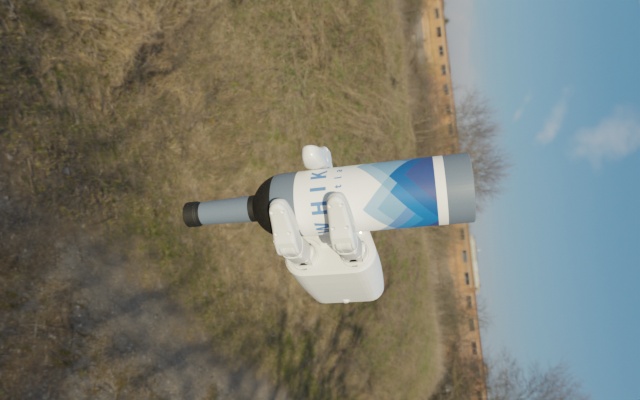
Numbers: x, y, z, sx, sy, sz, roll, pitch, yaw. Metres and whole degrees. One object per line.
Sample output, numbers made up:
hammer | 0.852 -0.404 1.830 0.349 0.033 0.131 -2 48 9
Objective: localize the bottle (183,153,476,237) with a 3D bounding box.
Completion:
bottle | 0.000 0.001 0.484 0.296 0.069 0.069 -6 -1 13
